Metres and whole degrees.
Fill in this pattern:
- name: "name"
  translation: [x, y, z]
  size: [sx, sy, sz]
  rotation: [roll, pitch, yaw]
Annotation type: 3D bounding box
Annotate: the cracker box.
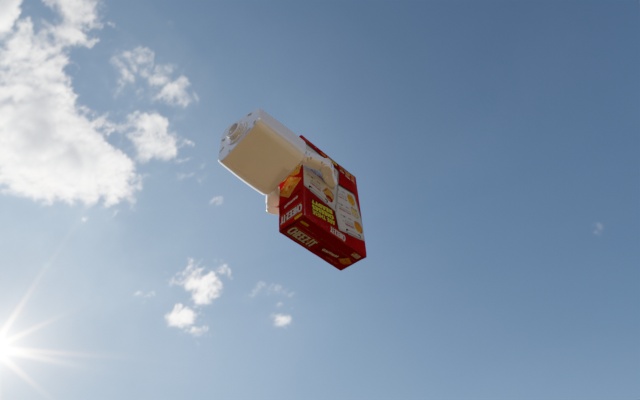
- name: "cracker box"
  translation: [0.000, 0.003, 0.898]
  size: [0.072, 0.213, 0.164]
  rotation: [-34, -52, 28]
